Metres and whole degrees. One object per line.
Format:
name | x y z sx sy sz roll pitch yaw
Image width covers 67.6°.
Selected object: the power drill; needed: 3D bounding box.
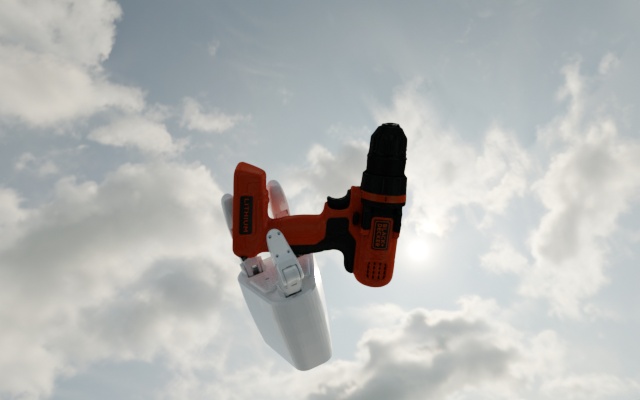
power drill | 0.000 0.002 0.525 0.187 0.184 0.057 5 11 0
